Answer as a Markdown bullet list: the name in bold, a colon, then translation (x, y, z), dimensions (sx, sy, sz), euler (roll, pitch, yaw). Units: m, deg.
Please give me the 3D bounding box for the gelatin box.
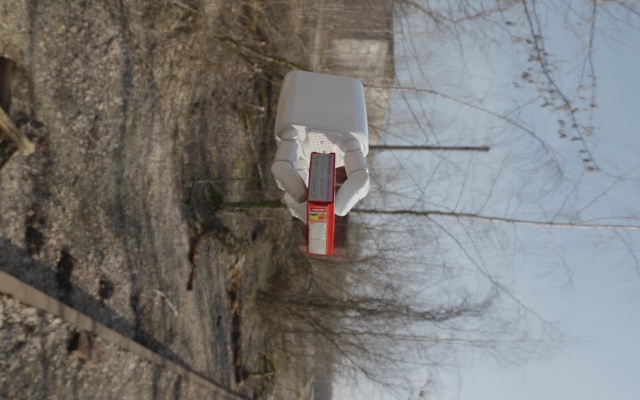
- **gelatin box**: translation (0.001, 0.002, 0.510), dimensions (0.030, 0.073, 0.089), euler (2, 41, 0)
